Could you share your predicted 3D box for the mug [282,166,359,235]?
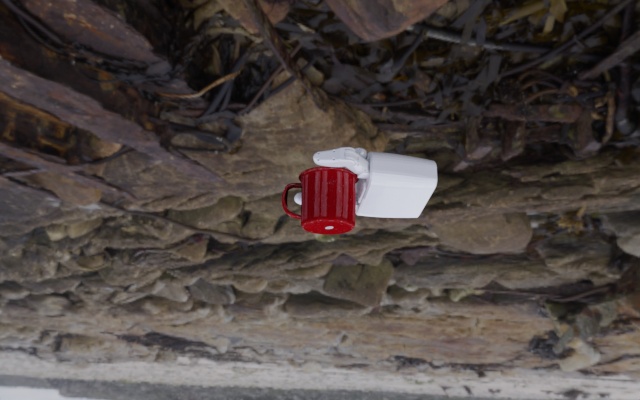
[{"bbox_3d":[-0.001,0.002,0.719,0.117,0.081,0.093,4,-19,-7],"label":"mug"}]
